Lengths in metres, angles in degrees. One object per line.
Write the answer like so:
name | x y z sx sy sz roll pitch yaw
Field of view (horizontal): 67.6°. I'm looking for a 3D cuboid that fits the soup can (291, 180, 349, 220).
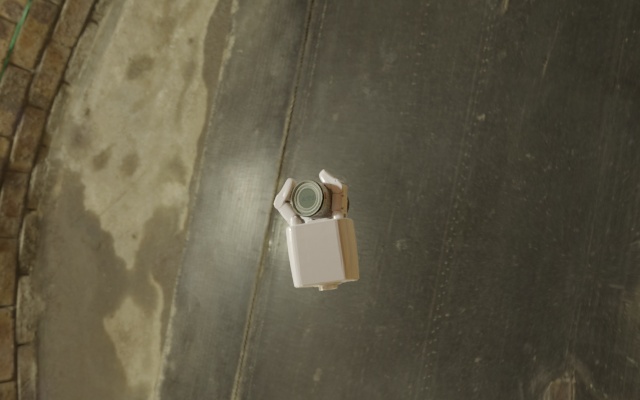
soup can | 0.000 0.002 0.871 0.068 0.068 0.102 0 -7 30
